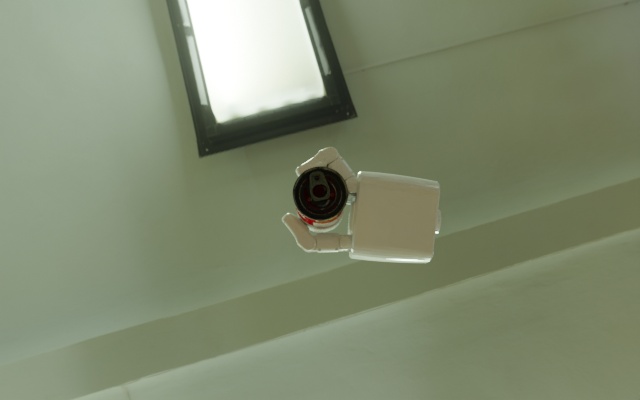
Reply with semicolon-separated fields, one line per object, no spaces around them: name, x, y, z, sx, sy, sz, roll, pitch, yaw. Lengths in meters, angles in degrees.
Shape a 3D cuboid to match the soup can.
soup can;0.000;0.002;0.627;0.068;0.068;0.102;0;-13;0
